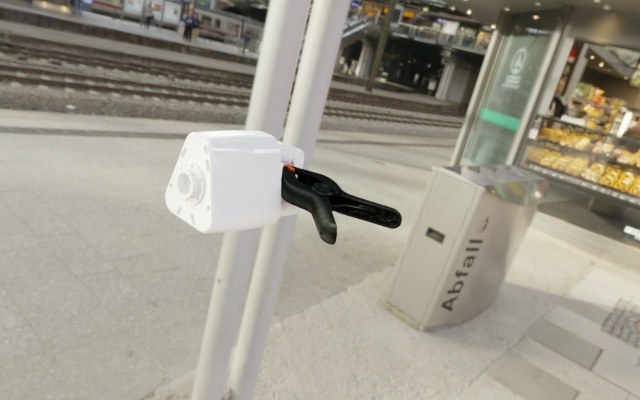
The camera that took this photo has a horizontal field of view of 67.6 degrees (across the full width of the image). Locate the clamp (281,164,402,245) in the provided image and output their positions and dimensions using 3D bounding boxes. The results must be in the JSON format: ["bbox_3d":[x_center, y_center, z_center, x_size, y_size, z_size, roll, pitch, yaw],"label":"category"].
[{"bbox_3d":[0.000,0.001,0.575,0.171,0.039,0.120,26,21,34],"label":"clamp"}]
